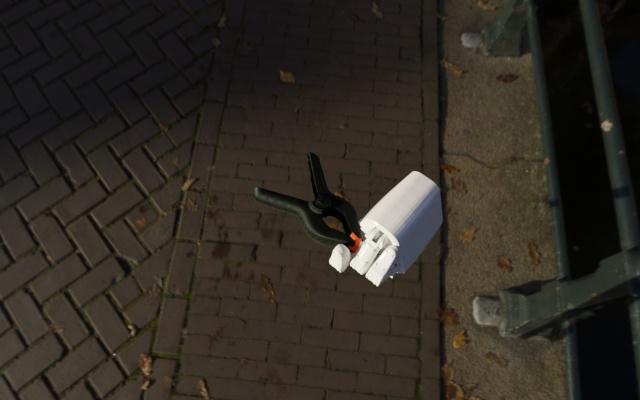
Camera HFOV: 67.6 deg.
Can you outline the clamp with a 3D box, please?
[{"bbox_3d":[0.000,0.002,0.694,0.171,0.120,0.039,37,-23,13],"label":"clamp"}]
